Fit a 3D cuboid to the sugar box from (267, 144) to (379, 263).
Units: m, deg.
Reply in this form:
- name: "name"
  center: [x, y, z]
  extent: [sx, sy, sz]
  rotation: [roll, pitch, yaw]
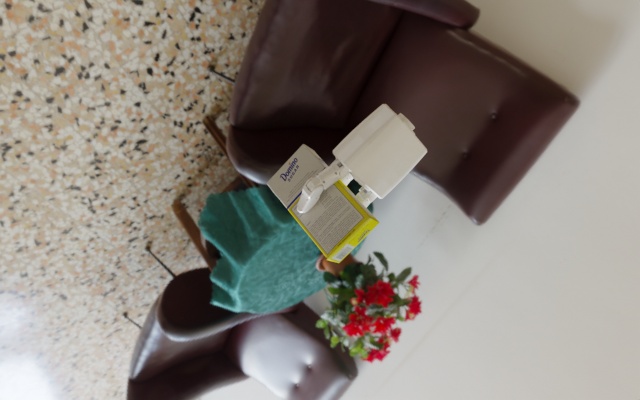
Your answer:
- name: "sugar box"
  center: [0.001, 0.003, 0.750]
  extent: [0.176, 0.093, 0.048]
  rotation: [51, 12, 31]
